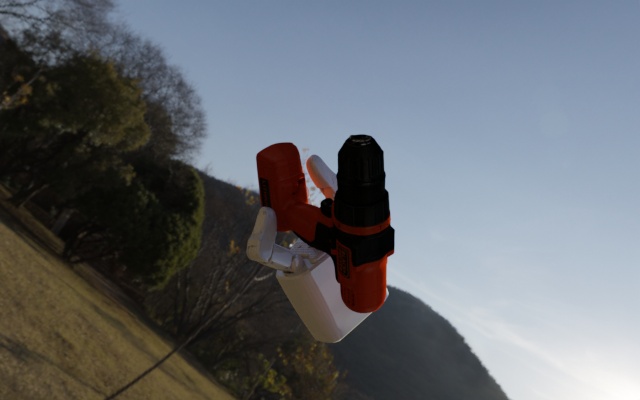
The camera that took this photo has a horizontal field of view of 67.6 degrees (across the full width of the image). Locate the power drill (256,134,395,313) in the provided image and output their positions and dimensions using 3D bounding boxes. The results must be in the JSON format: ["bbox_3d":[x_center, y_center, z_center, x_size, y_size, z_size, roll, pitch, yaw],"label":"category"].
[{"bbox_3d":[0.000,0.002,0.492,0.057,0.184,0.187,-19,32,-27],"label":"power drill"}]
